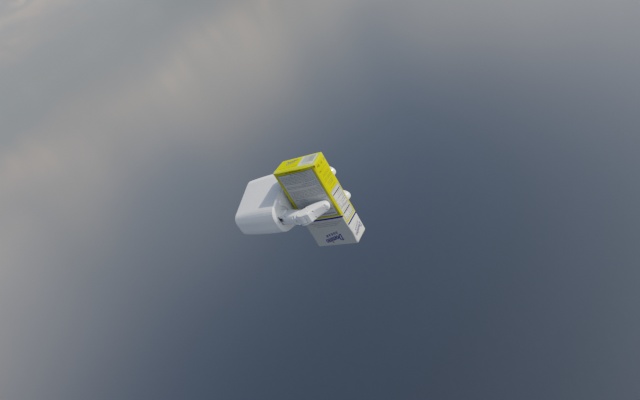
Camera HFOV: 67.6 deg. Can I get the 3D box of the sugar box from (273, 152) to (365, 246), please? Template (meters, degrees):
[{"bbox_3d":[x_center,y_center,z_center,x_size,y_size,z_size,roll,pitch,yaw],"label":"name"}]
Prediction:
[{"bbox_3d":[0.000,0.002,0.860,0.093,0.176,0.048,-9,36,37],"label":"sugar box"}]
